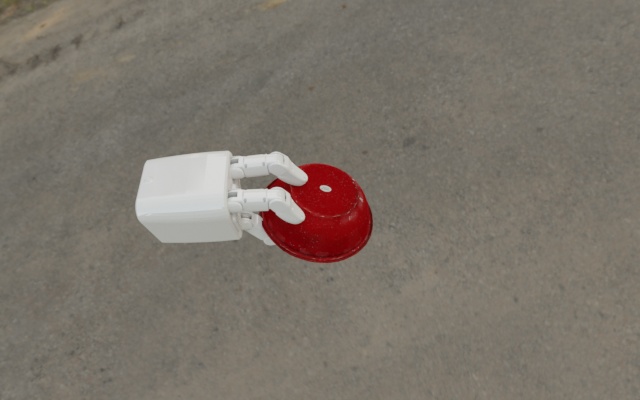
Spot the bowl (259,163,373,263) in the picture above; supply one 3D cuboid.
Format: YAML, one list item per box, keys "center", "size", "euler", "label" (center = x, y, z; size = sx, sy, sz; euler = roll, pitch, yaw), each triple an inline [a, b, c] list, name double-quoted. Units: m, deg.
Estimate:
- center: [0.001, 0.002, 0.644]
  size: [0.162, 0.162, 0.055]
  euler: [0, -39, -15]
  label: "bowl"
